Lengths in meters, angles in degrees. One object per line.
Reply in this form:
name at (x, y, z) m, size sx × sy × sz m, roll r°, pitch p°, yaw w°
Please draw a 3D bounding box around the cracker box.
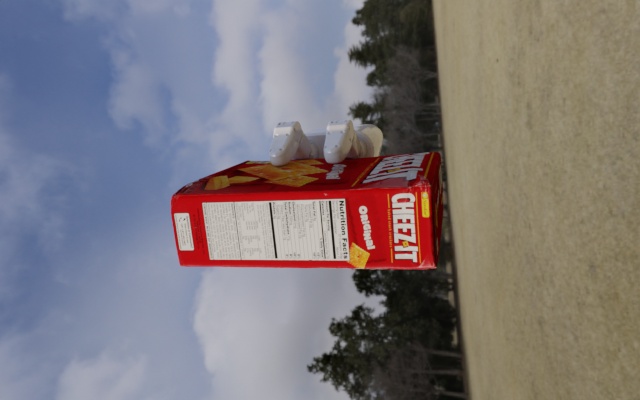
cracker box at (0.000, 0.002, 0.439) m, size 0.214 × 0.072 × 0.164 m, roll -2°, pitch 14°, yaw 16°
